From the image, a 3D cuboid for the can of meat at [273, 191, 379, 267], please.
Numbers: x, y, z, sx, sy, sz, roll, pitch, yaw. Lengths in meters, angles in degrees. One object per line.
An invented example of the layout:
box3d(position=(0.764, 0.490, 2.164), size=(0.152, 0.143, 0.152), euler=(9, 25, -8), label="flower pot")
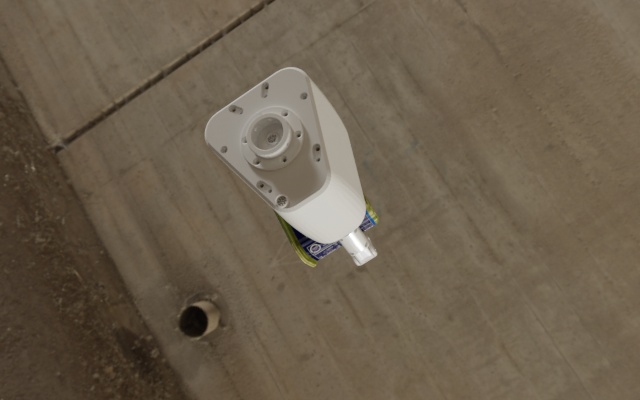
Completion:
box3d(position=(0.000, 0.002, 0.487), size=(0.084, 0.102, 0.057), euler=(-33, -25, 6), label="can of meat")
